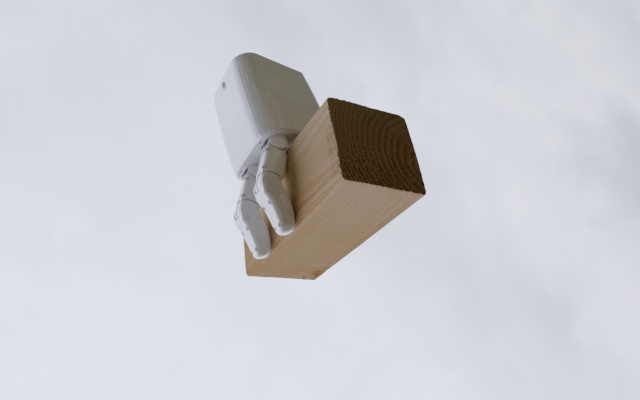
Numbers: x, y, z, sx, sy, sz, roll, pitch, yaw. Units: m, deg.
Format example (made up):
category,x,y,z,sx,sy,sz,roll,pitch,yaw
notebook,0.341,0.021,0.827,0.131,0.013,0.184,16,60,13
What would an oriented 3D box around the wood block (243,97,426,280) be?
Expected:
category,x,y,z,sx,sy,sz,roll,pitch,yaw
wood block,0.000,0.001,0.491,0.091,0.090,0.206,8,-33,-29
